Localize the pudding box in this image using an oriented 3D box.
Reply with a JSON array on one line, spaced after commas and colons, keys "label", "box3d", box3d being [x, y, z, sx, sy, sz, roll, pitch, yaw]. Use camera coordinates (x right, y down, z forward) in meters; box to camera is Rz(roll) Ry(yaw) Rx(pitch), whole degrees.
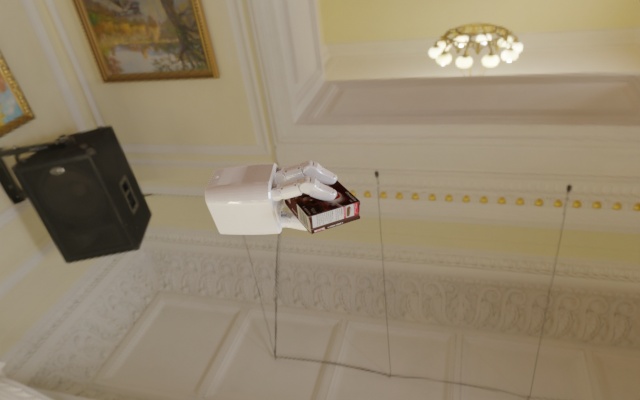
[{"label": "pudding box", "box3d": [0.000, 0.003, 0.778, 0.090, 0.039, 0.113, -17, 35, -19]}]
